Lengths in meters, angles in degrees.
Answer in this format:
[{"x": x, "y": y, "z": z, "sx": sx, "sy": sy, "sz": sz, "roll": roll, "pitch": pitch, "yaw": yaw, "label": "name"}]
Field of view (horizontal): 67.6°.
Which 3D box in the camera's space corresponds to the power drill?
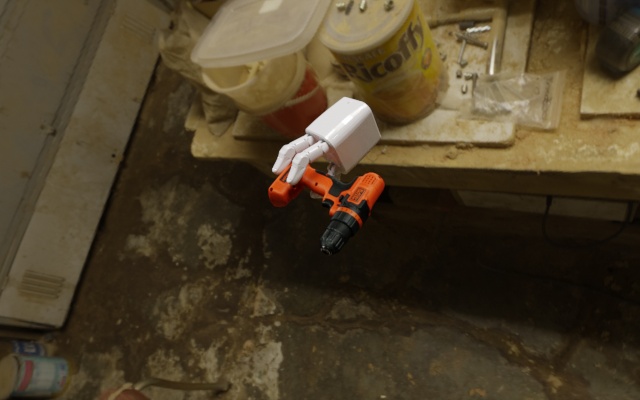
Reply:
[{"x": 0.000, "y": 0.002, "z": 0.877, "sx": 0.187, "sy": 0.184, "sz": 0.057, "roll": 22, "pitch": -35, "yaw": 26, "label": "power drill"}]
